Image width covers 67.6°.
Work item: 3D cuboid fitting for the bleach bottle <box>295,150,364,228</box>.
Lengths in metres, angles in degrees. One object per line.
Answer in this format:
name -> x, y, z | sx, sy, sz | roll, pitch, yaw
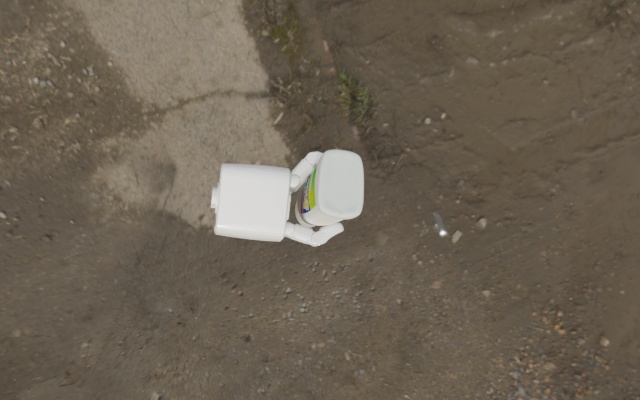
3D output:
bleach bottle -> 0.000, 0.002, 0.774 | 0.068, 0.102, 0.251 | 7, -15, -12
